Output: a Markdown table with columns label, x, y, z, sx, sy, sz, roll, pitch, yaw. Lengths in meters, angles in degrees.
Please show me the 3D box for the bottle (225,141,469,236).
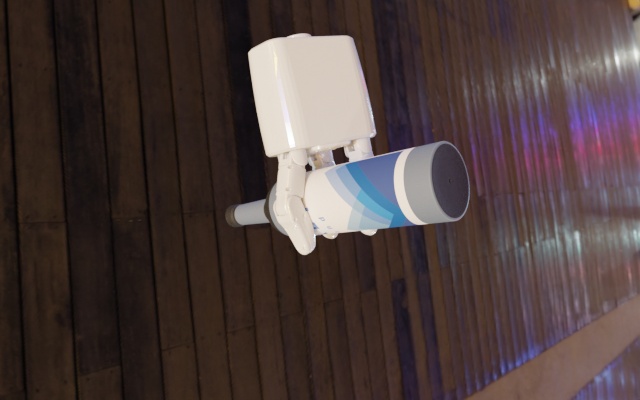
| label | x | y | z | sx | sy | sz | roll | pitch | yaw |
| --- | --- | --- | --- | --- | --- | --- | --- | --- | --- |
| bottle | 0.000 | 0.002 | 0.490 | 0.296 | 0.069 | 0.069 | -9 | -6 | 43 |
